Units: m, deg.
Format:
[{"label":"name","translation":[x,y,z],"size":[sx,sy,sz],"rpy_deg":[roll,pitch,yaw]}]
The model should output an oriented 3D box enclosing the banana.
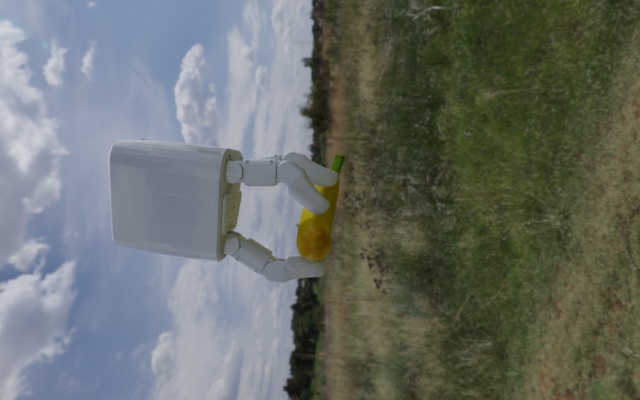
[{"label":"banana","translation":[-0.003,0.016,0.504],"size":[0.037,0.070,0.197],"rpy_deg":[11,29,1]}]
